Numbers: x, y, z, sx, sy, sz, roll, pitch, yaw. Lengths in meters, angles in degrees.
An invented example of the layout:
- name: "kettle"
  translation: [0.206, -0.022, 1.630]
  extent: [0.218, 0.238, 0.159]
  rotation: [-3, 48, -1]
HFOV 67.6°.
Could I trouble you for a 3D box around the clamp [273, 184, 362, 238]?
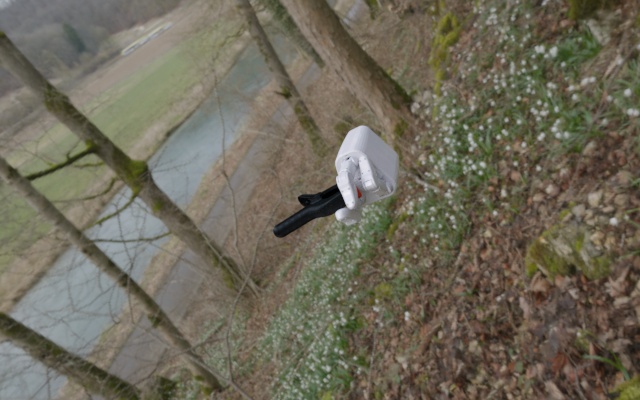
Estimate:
- name: "clamp"
  translation: [0.000, 0.002, 0.846]
  extent: [0.171, 0.039, 0.120]
  rotation: [-23, 26, 27]
